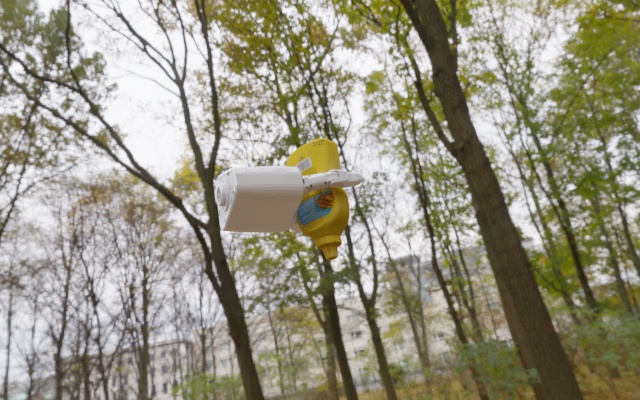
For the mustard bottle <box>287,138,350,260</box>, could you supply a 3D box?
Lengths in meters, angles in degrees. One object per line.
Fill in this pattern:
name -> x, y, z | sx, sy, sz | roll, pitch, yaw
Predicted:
mustard bottle -> 0.000, 0.002, 0.773 | 0.096, 0.191, 0.058 | -26, -25, 34
